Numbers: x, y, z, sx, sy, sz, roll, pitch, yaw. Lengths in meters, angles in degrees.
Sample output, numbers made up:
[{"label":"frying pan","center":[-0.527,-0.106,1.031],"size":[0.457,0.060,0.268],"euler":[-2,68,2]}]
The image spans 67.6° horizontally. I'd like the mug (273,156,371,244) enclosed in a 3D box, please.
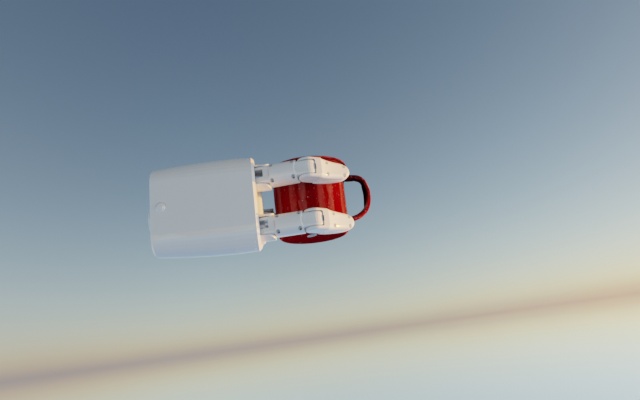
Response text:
[{"label":"mug","center":[0.002,0.002,0.553],"size":[0.117,0.081,0.093],"euler":[-6,-16,-4]}]
